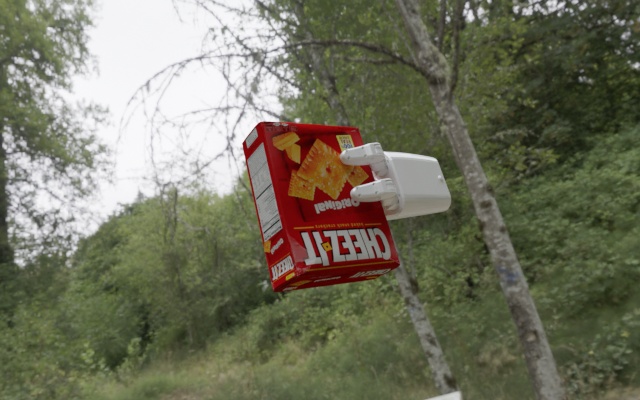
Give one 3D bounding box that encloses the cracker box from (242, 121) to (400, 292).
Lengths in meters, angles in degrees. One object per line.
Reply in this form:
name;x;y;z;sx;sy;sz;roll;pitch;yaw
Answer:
cracker box;0.000;0.002;0.638;0.164;0.213;0.072;-1;-24;-34
